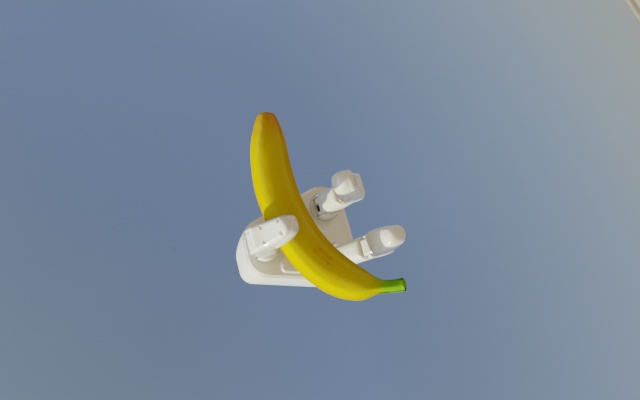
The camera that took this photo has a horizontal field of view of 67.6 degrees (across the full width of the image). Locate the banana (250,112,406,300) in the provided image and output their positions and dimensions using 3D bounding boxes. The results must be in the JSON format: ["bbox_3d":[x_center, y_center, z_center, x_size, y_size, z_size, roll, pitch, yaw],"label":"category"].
[{"bbox_3d":[-0.012,0.016,0.417,0.069,0.198,0.037,-39,-8,2],"label":"banana"}]
